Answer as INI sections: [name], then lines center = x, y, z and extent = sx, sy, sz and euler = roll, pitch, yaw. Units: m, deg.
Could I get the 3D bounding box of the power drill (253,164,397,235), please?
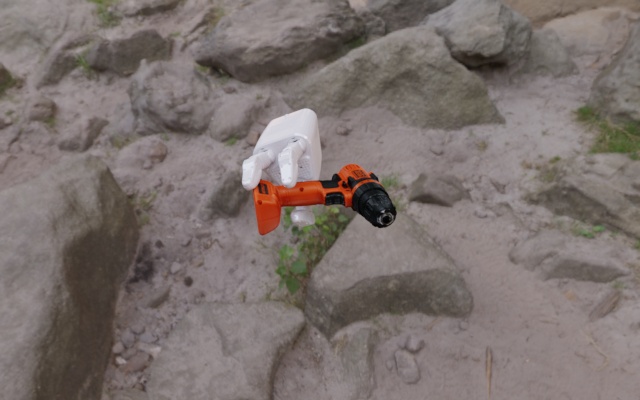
[power drill]
center = 0.000, 0.002, 0.682
extent = 0.187, 0.057, 0.184
euler = -7, 20, -9
